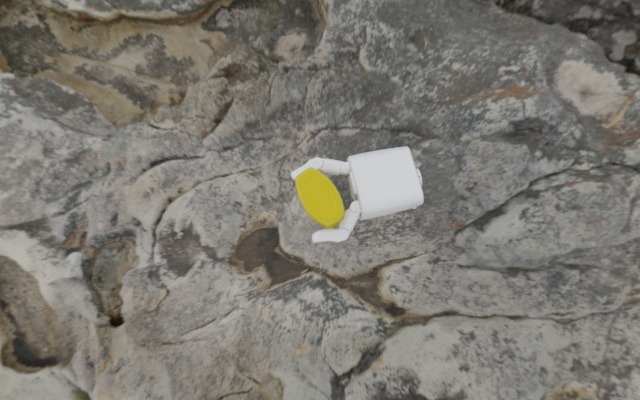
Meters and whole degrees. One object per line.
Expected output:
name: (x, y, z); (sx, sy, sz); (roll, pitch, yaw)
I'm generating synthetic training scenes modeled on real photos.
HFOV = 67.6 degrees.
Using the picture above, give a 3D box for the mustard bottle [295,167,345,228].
mustard bottle: (0.000, 0.003, 0.814); (0.058, 0.096, 0.191); (-36, -5, -3)
